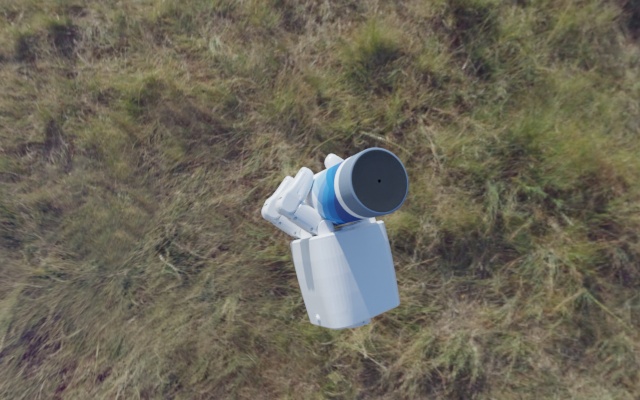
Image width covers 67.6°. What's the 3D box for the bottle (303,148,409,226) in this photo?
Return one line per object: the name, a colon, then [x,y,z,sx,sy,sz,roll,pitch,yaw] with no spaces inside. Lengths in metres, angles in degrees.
bottle: [0.000,0.002,0.595,0.069,0.069,0.296,0,-8,-23]
